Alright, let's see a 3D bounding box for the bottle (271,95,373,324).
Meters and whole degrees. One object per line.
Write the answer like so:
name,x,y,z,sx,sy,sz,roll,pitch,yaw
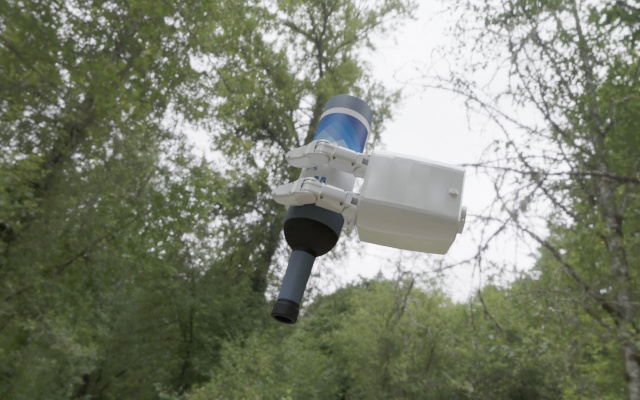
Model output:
bottle,0.000,0.002,0.564,0.069,0.295,0.069,13,-32,8
